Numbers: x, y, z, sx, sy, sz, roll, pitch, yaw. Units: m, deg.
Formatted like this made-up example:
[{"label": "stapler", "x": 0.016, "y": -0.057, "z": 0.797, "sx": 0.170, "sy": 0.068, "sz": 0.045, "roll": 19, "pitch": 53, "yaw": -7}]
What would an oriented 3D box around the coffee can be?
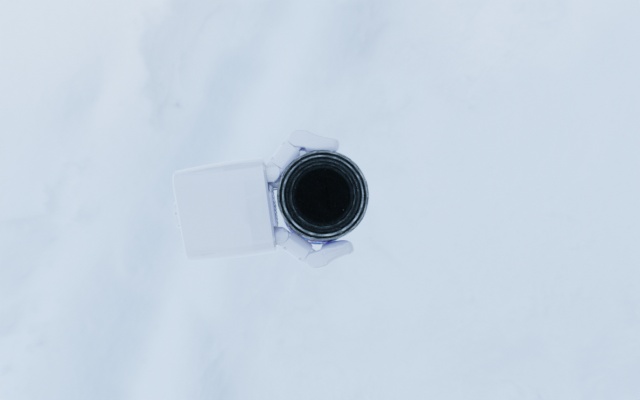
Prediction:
[{"label": "coffee can", "x": 0.000, "y": 0.002, "z": 0.594, "sx": 0.103, "sy": 0.103, "sz": 0.140, "roll": 0, "pitch": -7, "yaw": -2}]
